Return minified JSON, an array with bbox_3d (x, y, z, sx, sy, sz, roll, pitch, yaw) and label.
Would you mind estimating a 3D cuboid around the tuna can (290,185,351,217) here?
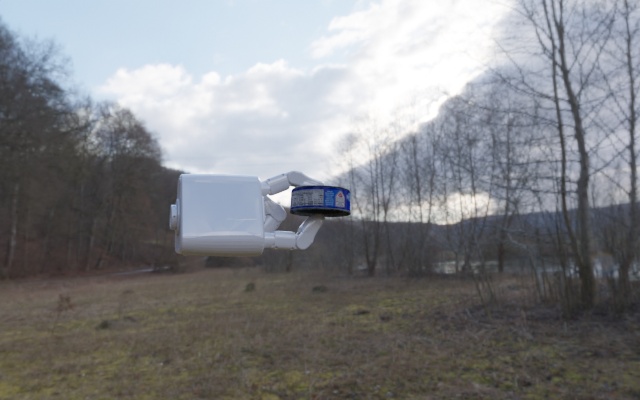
[{"bbox_3d":[0.000,0.002,0.671,0.086,0.033,0.086,1,-9,0],"label":"tuna can"}]
